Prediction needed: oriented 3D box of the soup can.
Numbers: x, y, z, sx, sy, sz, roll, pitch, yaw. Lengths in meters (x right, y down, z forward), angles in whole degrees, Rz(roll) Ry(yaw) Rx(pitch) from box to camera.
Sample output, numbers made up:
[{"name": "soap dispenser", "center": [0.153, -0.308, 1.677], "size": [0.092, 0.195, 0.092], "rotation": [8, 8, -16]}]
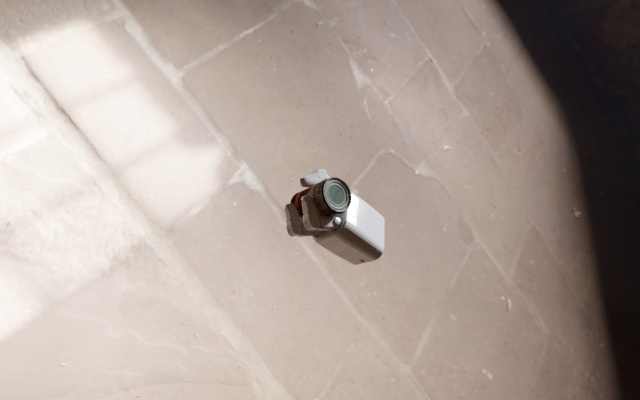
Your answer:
[{"name": "soup can", "center": [0.000, 0.002, 0.870], "size": [0.068, 0.068, 0.102], "rotation": [0, -15, -38]}]
